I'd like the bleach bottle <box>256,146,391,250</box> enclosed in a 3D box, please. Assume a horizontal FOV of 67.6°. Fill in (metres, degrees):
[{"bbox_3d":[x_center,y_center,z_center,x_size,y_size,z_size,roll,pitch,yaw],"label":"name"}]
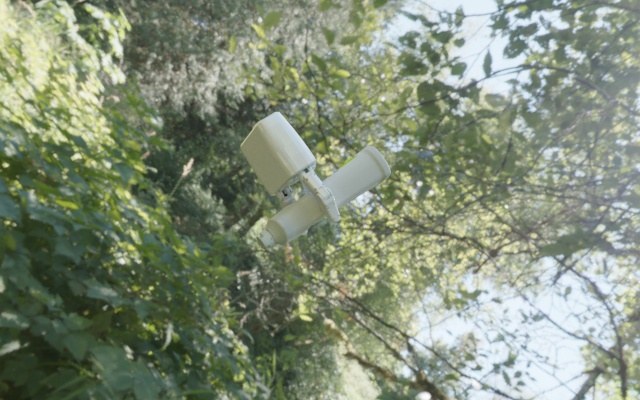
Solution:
[{"bbox_3d":[0.000,0.003,0.829,0.251,0.068,0.102,-35,-2,-20],"label":"bleach bottle"}]
